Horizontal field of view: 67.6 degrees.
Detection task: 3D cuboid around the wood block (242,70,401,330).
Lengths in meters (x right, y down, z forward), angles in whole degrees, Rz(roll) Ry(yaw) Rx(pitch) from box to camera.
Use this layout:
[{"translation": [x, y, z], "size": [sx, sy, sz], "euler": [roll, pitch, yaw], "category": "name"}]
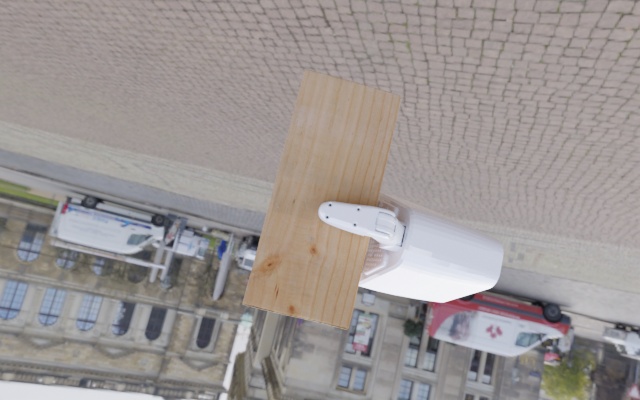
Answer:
[{"translation": [0.000, 0.002, 0.440], "size": [0.090, 0.206, 0.091], "euler": [15, -10, -4], "category": "wood block"}]
